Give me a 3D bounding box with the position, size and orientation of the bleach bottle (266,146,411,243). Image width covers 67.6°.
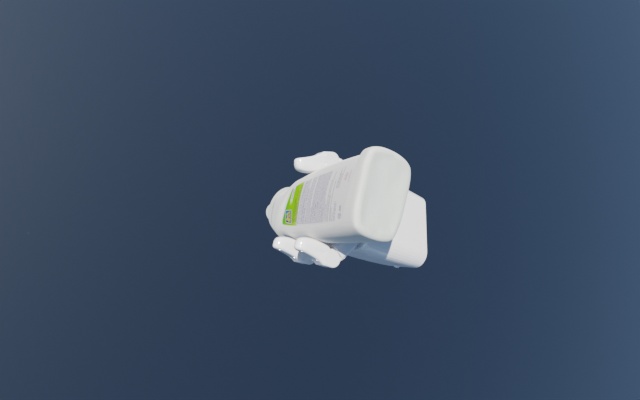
[{"bbox_3d":[0.000,0.002,0.601,0.068,0.102,0.251,21,-14,-29],"label":"bleach bottle"}]
